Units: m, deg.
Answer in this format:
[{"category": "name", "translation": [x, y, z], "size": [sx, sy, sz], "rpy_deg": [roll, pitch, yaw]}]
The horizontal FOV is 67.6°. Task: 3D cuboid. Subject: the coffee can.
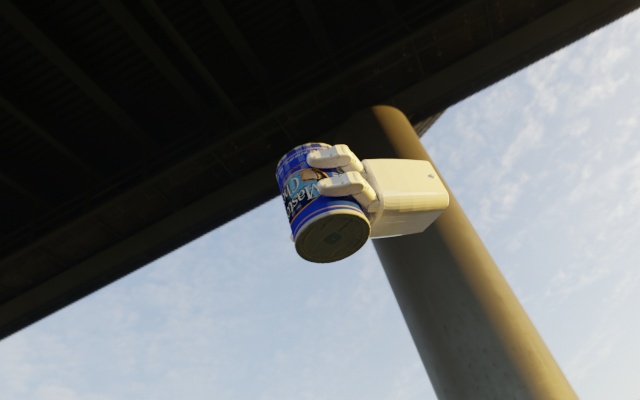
[{"category": "coffee can", "translation": [0.000, 0.002, 0.670], "size": [0.103, 0.140, 0.103], "rpy_deg": [-10, -42, -10]}]
